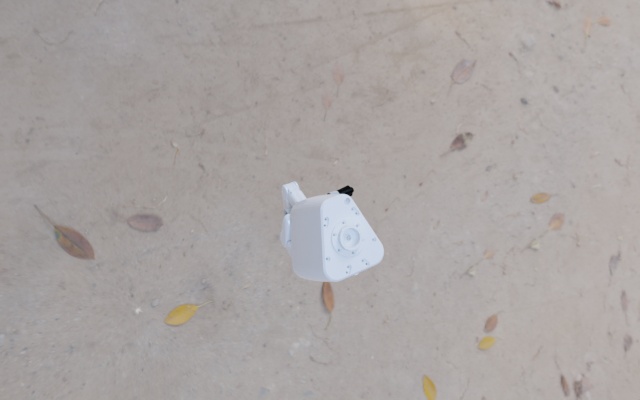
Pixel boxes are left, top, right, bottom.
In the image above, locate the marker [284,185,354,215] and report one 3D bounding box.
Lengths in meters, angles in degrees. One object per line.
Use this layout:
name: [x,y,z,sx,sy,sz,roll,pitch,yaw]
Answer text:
marker: [0.000,0.002,0.746,0.121,0.020,0.020,-21,8,-23]
